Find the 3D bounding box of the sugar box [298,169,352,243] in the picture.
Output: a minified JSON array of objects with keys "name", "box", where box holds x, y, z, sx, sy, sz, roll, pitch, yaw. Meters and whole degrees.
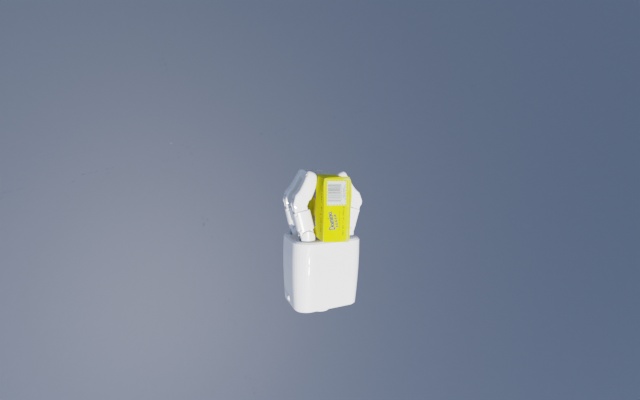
[{"name":"sugar box","box":[0.000,0.003,0.743,0.048,0.093,0.176,0,7,-17]}]
